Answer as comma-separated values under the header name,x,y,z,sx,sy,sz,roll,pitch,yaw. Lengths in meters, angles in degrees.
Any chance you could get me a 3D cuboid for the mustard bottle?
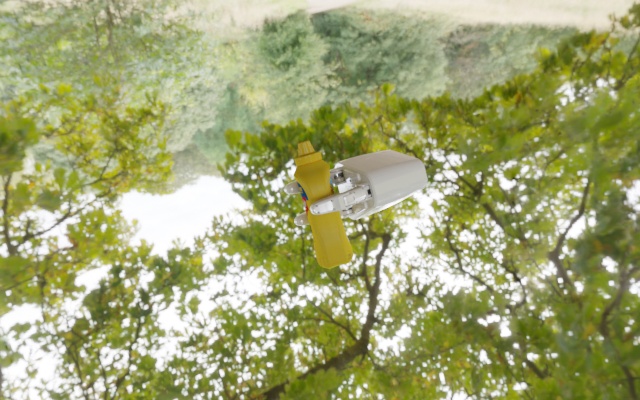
name,x,y,z,sx,sy,sz,roll,pitch,yaw
mustard bottle,0.000,0.003,0.735,0.058,0.191,0.096,-15,8,-1
